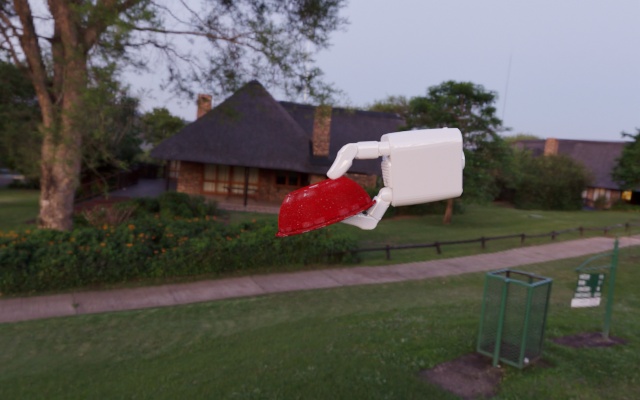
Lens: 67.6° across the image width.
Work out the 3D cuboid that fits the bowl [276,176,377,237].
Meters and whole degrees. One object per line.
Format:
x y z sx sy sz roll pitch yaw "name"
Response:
-0.001 0.002 0.721 0.162 0.055 0.162 -19 5 2 "bowl"
